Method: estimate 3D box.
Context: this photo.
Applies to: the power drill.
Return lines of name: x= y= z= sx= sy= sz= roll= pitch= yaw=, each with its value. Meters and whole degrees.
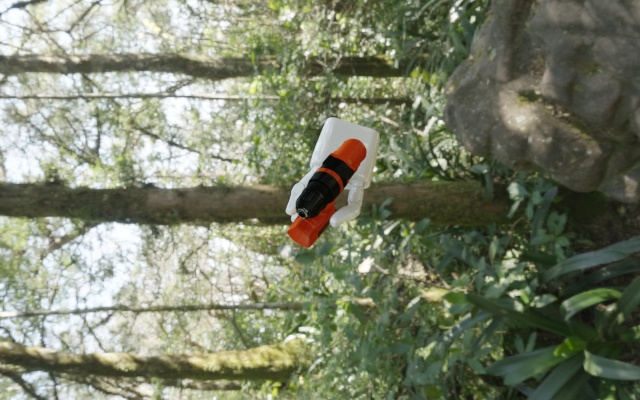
power drill: x=0.000 y=0.003 z=0.807 sx=0.057 sy=0.184 sz=0.188 roll=36 pitch=-38 yaw=6
